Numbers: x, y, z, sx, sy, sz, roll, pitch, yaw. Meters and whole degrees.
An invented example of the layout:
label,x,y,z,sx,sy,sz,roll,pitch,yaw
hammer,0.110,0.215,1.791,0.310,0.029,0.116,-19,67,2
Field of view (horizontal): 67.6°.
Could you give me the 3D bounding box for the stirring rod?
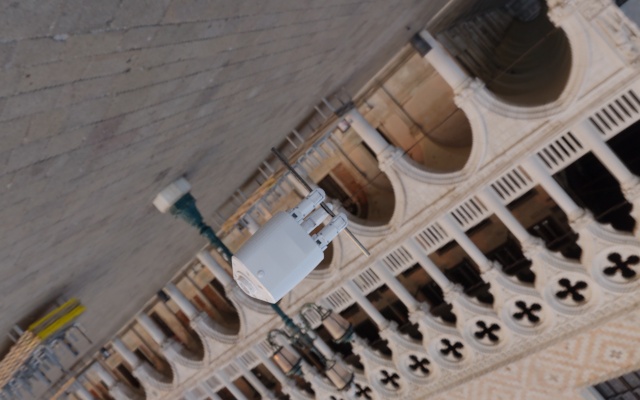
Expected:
label,x,y,z,sx,sy,sz,roll,pitch,yaw
stirring rod,0.000,0.003,0.795,0.011,0.239,0.011,-42,1,1
